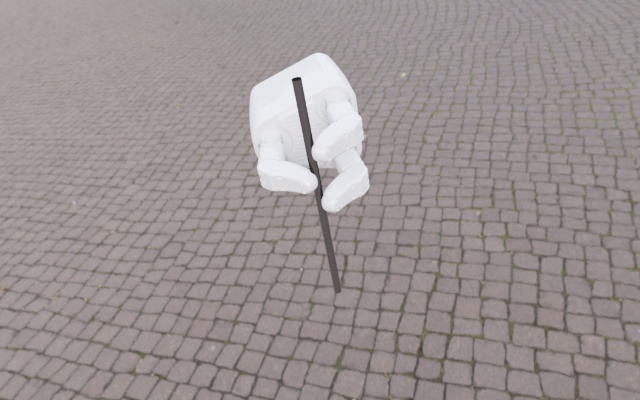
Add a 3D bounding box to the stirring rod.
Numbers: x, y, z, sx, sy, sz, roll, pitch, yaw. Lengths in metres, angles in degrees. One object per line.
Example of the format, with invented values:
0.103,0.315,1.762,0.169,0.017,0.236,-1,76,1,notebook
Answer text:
0.000,0.001,0.439,0.011,0.240,0.011,-7,37,5,stirring rod
